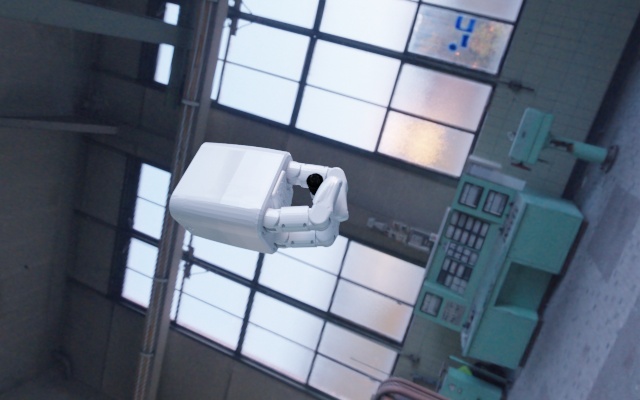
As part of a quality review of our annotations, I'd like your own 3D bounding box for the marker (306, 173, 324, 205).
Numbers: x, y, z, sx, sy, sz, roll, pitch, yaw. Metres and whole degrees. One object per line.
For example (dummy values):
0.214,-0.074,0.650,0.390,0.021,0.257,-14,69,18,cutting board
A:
0.000,0.002,0.554,0.020,0.020,0.121,0,-24,7,marker
